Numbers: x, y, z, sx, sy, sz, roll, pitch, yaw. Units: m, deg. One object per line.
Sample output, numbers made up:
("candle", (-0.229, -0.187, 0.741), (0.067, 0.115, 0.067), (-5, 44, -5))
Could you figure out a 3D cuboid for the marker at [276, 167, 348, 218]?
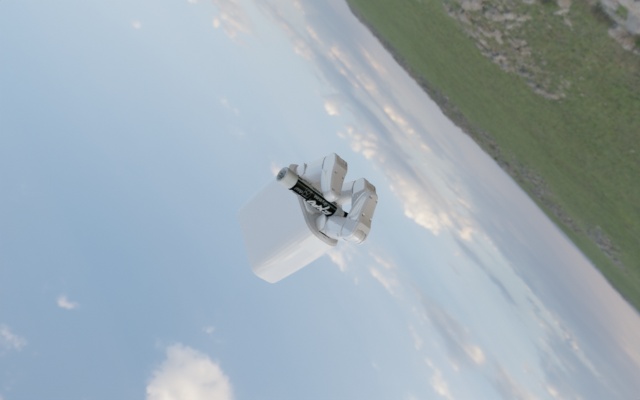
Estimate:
("marker", (0.000, 0.002, 0.536), (0.121, 0.020, 0.020), (36, -22, -33))
